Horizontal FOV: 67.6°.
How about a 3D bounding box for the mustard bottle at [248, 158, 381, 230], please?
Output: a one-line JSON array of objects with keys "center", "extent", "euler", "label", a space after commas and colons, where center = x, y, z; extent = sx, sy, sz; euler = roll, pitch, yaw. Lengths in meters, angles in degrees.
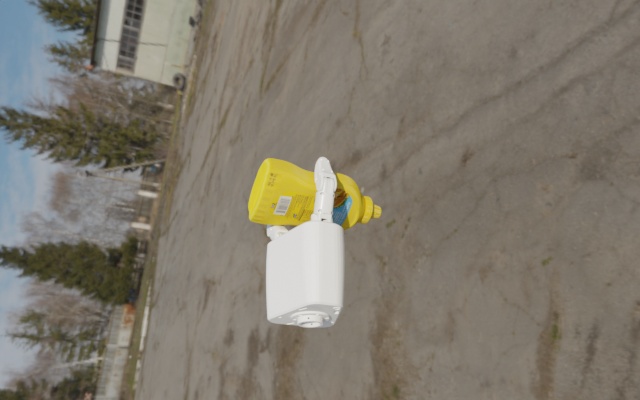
[{"center": [0.000, 0.002, 0.684], "extent": [0.191, 0.096, 0.058], "euler": [11, 35, -20], "label": "mustard bottle"}]
